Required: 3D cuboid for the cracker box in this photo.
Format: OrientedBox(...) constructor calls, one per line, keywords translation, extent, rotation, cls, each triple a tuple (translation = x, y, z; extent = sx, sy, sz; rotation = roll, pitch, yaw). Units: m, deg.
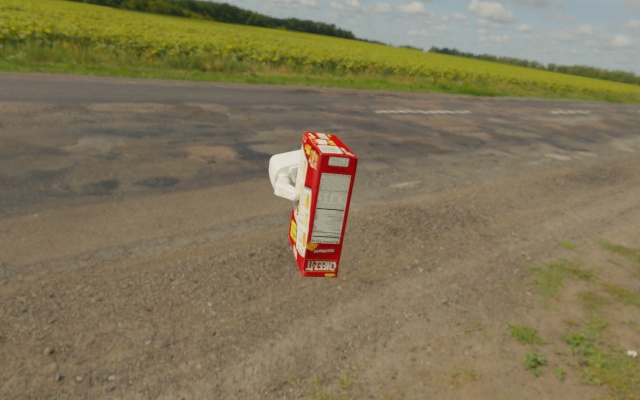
OrientedBox(translation=(0.000, 0.003, 0.833), extent=(0.072, 0.214, 0.164), rotation=(4, 19, -13), cls="cracker box")
